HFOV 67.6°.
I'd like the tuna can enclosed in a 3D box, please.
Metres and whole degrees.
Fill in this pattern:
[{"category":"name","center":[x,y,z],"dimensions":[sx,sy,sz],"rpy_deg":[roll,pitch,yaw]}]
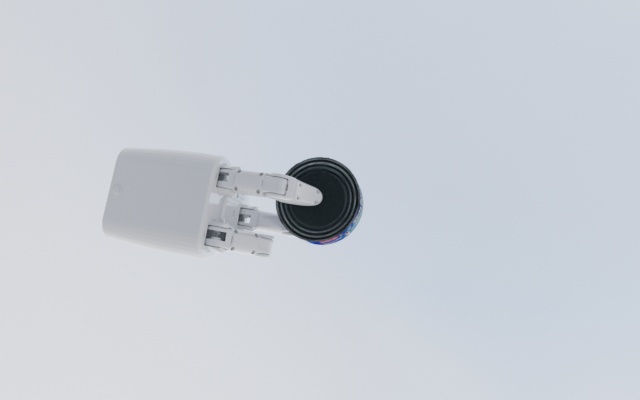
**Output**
[{"category":"tuna can","center":[0.000,0.002,0.484],"dimensions":[0.086,0.086,0.034],"rpy_deg":[0,-13,13]}]
